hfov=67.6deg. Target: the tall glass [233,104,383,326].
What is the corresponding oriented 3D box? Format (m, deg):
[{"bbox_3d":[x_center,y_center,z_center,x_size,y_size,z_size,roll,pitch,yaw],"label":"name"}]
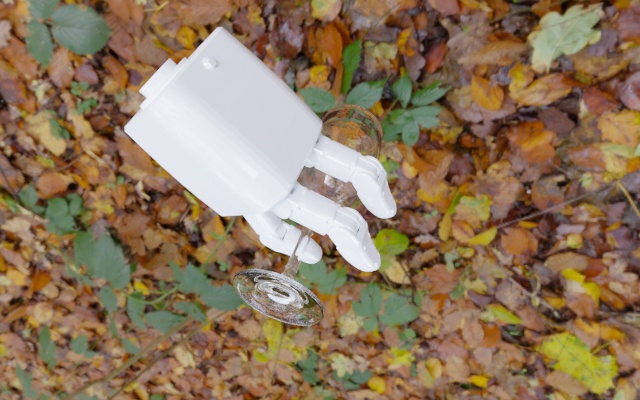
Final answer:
[{"bbox_3d":[0.000,0.002,0.418,0.079,0.201,0.079,15,-38,12],"label":"tall glass"}]
